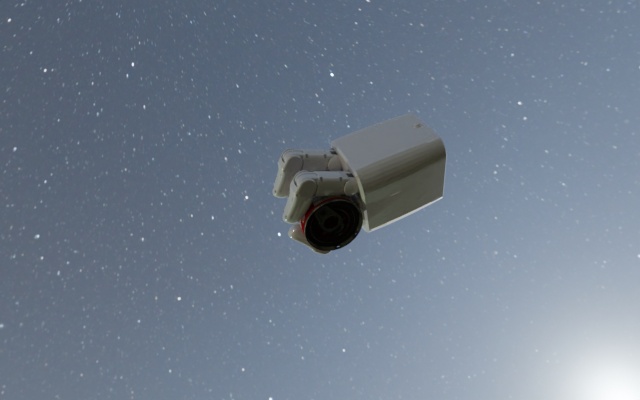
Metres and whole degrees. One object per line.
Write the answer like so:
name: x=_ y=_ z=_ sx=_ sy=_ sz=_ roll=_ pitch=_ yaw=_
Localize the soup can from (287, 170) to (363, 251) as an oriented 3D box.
soup can: x=0.000 y=0.002 z=0.563 sx=0.068 sy=0.068 sz=0.102 roll=0 pitch=32 yaw=-21
